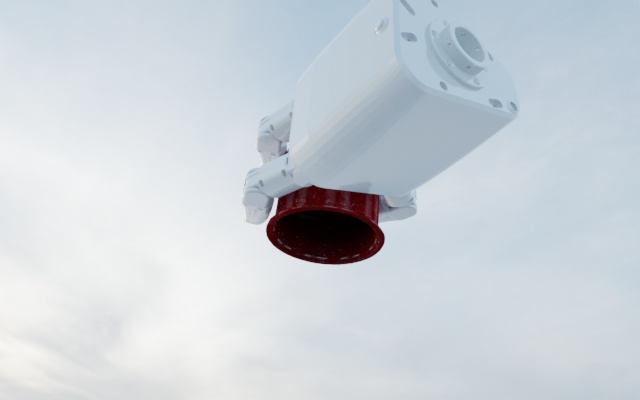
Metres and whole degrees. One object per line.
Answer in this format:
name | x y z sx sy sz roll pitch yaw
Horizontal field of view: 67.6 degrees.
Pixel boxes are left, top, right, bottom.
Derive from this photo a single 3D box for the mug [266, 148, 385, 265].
mug | -0.001 0.002 0.403 0.093 0.081 0.117 25 -37 -26
